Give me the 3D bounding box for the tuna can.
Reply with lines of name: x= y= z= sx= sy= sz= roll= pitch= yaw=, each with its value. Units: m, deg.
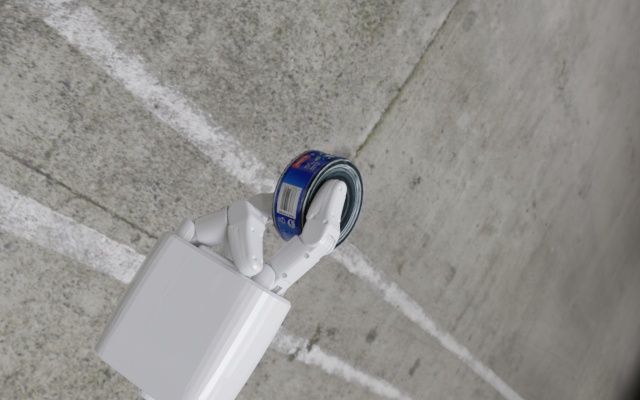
tuna can: x=0.001 y=0.001 z=0.412 sx=0.033 sy=0.086 sz=0.086 roll=19 pitch=11 yaw=37
